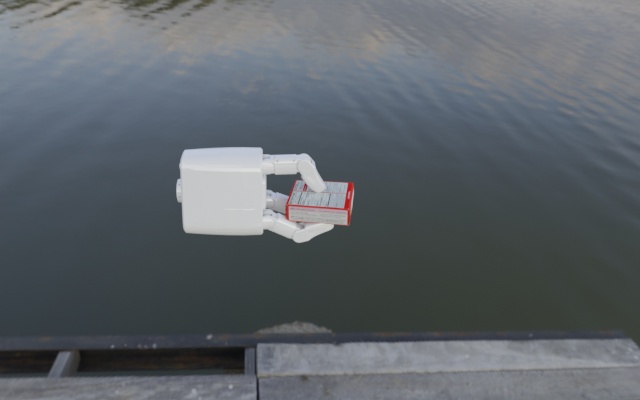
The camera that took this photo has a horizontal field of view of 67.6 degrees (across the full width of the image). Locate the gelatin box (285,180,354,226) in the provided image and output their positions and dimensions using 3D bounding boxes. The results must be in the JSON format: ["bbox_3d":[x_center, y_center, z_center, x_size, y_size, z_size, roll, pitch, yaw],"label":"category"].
[{"bbox_3d":[0.000,0.002,0.672,0.089,0.030,0.073,3,31,7],"label":"gelatin box"}]
